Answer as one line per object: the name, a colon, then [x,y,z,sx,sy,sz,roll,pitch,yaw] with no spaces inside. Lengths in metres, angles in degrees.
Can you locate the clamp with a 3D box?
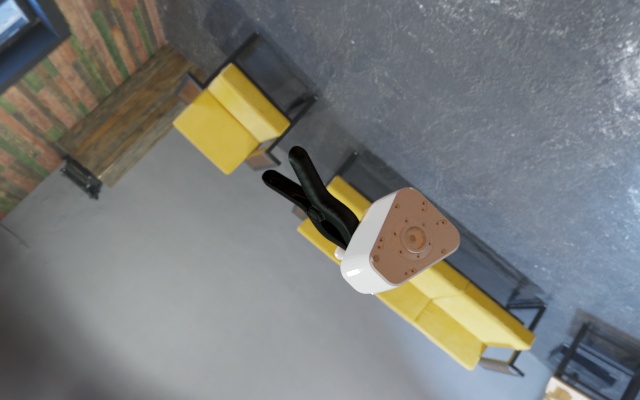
clamp: [0.000,0.003,0.620,0.171,0.039,0.120,40,-21,-1]
